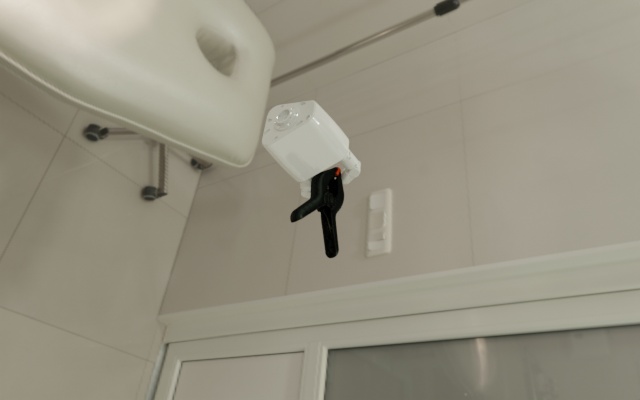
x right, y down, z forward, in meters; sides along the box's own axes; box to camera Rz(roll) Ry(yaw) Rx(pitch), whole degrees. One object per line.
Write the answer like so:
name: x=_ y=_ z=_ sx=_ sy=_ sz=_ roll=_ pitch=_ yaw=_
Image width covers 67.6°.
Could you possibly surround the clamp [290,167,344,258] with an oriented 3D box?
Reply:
clamp: x=0.001 y=0.003 z=0.838 sx=0.039 sy=0.171 sz=0.120 roll=-14 pitch=-39 yaw=29
